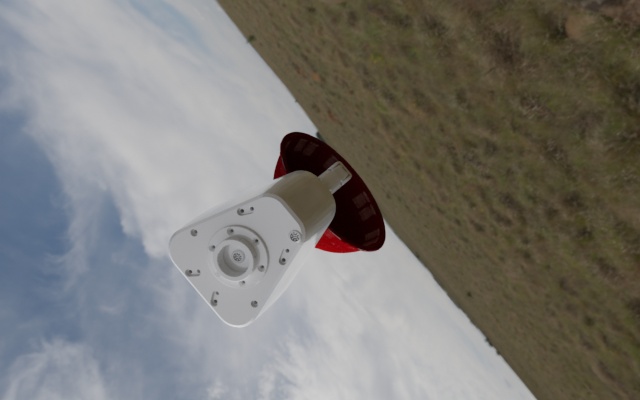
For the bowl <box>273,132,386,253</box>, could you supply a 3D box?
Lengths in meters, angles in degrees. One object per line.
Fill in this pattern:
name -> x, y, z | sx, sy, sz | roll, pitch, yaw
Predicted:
bowl -> 0.000, 0.002, 0.538 | 0.055, 0.162, 0.162 | -40, -20, 26
